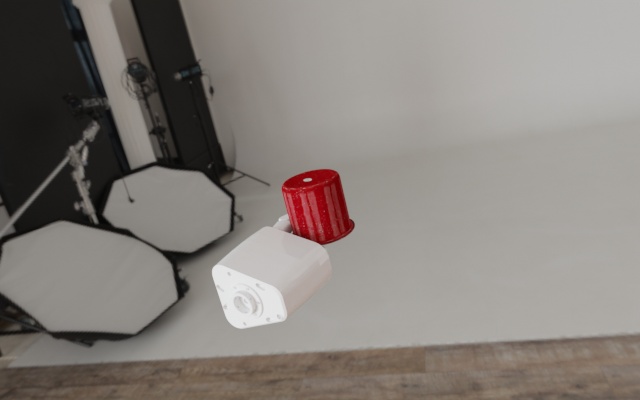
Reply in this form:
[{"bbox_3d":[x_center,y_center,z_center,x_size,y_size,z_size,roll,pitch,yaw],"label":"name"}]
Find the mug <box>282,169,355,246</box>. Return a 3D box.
[{"bbox_3d":[0.001,0.001,0.669,0.093,0.081,0.117,-1,23,33],"label":"mug"}]
